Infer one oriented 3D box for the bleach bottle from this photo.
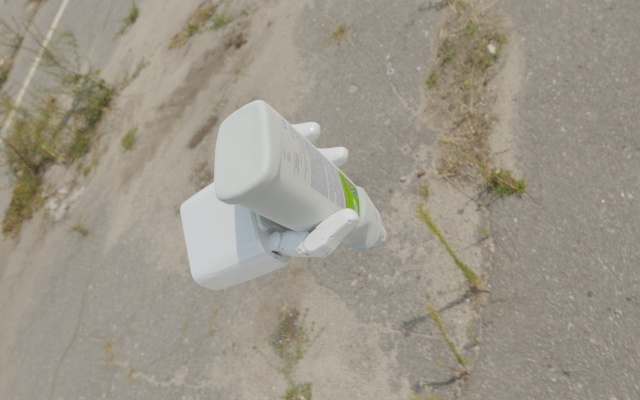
[{"bbox_3d":[0.000,0.002,0.510,0.068,0.102,0.251,-25,-37,26],"label":"bleach bottle"}]
